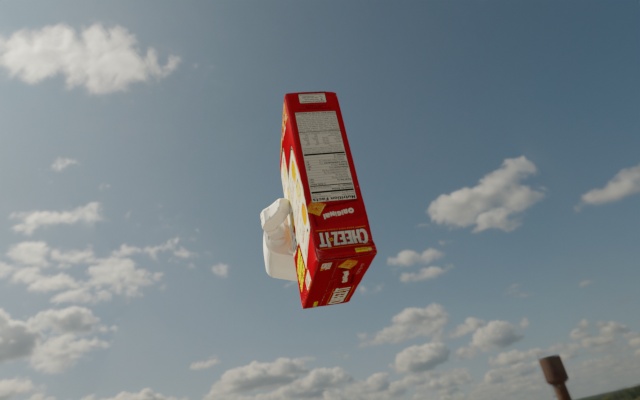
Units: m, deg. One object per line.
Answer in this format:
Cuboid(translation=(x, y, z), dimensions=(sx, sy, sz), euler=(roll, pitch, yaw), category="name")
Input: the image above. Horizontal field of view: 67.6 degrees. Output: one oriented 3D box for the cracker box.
Cuboid(translation=(0.000, 0.002, 0.581), dimensions=(0.072, 0.213, 0.164), euler=(-6, -28, -11), category="cracker box")
